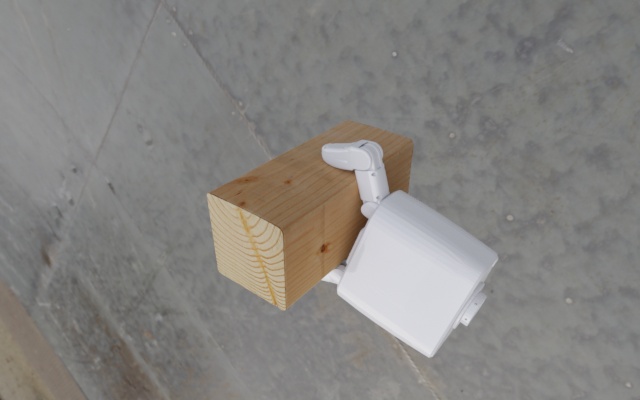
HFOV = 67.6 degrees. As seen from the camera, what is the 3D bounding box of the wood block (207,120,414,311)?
[{"bbox_3d":[0.000,0.001,0.477,0.090,0.091,0.206,23,39,31],"label":"wood block"}]
